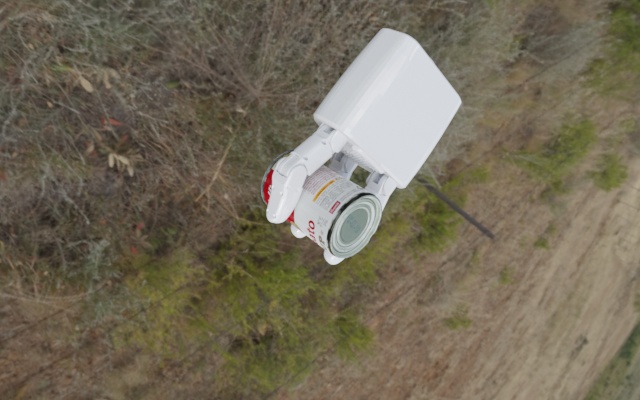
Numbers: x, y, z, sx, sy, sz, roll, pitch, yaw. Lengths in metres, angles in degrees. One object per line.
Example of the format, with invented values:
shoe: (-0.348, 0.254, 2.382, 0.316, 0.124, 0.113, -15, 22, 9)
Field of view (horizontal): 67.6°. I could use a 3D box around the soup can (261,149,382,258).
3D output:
soup can: (0.000, 0.002, 0.457, 0.068, 0.068, 0.102, 0, 27, -47)
